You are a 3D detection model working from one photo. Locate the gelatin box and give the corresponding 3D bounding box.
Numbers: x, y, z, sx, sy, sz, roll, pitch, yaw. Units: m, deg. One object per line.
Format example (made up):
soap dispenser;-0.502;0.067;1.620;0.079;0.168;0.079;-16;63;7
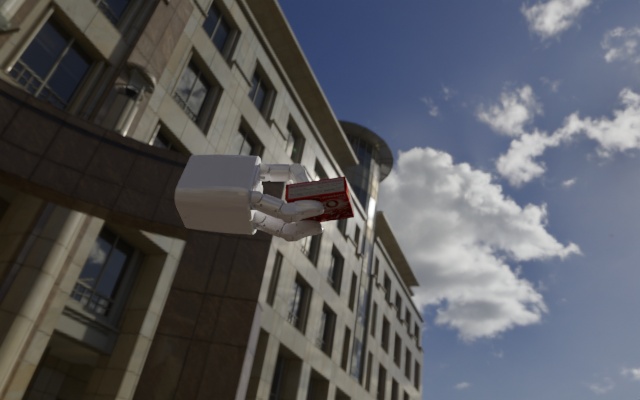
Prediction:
gelatin box;0.000;0.002;0.695;0.089;0.030;0.073;-9;-34;9
